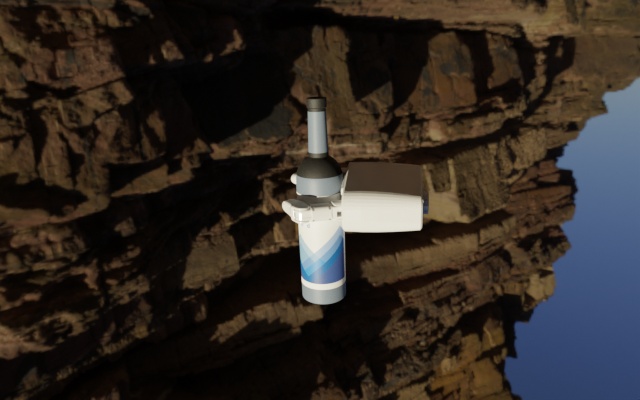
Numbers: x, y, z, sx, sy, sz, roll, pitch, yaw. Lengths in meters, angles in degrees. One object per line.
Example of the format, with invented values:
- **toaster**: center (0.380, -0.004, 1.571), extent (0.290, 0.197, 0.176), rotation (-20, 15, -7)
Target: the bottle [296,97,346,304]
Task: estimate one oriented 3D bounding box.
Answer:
- **bottle**: center (0.000, 0.002, 0.684), extent (0.069, 0.296, 0.069), rotation (-2, 18, 1)
